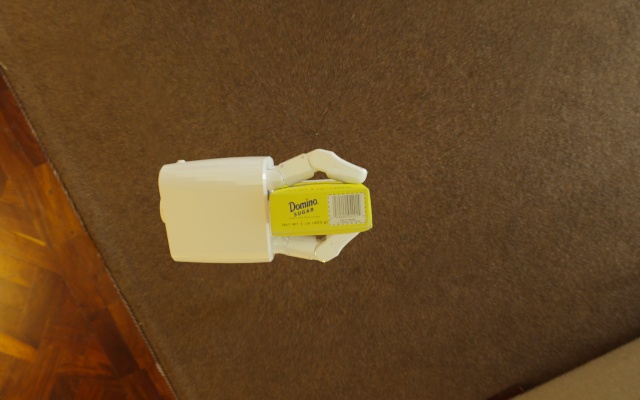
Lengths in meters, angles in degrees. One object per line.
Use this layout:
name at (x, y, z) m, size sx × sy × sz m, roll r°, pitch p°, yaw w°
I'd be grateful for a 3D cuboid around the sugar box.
sugar box at (0.000, 0.001, 0.517) m, size 0.093 × 0.048 × 0.176 m, roll -3°, pitch 8°, yaw 0°
